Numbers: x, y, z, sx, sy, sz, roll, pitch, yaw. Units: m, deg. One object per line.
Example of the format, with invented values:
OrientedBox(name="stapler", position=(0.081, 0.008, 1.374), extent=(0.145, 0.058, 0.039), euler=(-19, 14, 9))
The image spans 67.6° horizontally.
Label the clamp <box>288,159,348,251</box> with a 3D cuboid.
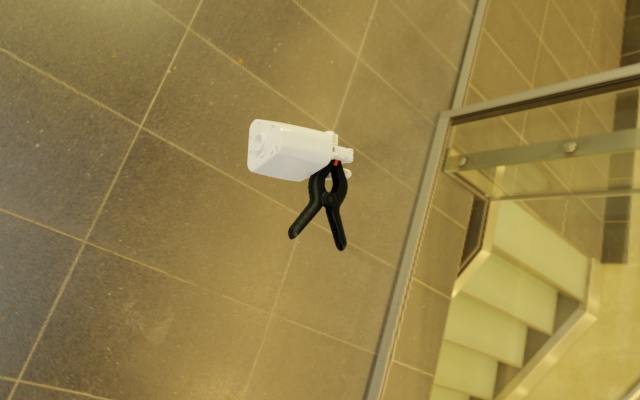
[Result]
OrientedBox(name="clamp", position=(0.001, 0.003, 0.852), extent=(0.120, 0.171, 0.039), euler=(7, -8, -38))
